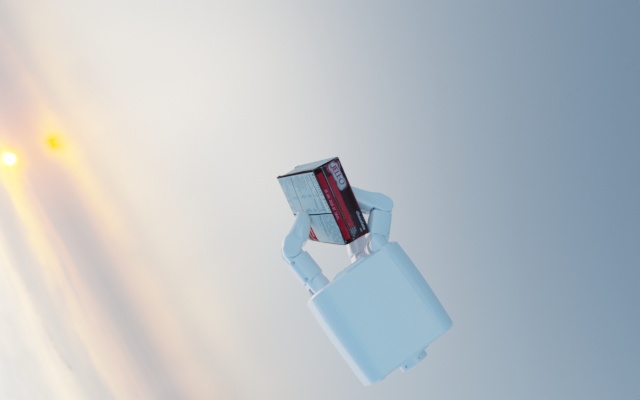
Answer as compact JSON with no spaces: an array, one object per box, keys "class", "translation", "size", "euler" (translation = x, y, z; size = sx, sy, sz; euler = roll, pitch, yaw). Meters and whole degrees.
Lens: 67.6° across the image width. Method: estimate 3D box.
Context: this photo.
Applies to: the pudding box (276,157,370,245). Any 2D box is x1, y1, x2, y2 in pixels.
[{"class":"pudding box","translation":[0.000,0.002,0.546],"size":[0.039,0.090,0.113],"euler":[-28,11,-25]}]
